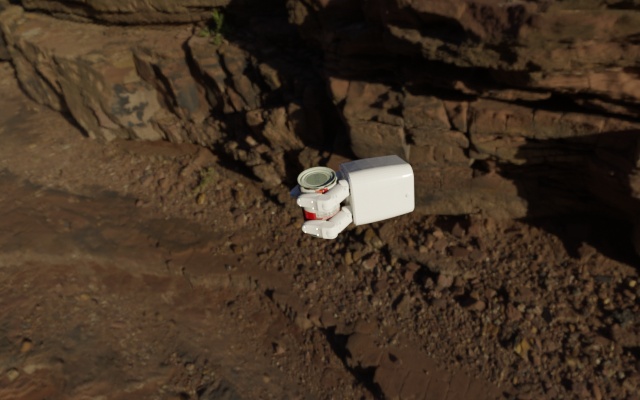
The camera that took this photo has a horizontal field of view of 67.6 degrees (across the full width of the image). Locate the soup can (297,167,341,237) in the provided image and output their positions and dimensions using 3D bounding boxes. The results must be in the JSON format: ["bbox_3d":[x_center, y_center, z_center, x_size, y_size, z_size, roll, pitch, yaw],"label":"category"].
[{"bbox_3d":[0.000,0.002,0.813,0.068,0.102,0.068,-6,35,4],"label":"soup can"}]
